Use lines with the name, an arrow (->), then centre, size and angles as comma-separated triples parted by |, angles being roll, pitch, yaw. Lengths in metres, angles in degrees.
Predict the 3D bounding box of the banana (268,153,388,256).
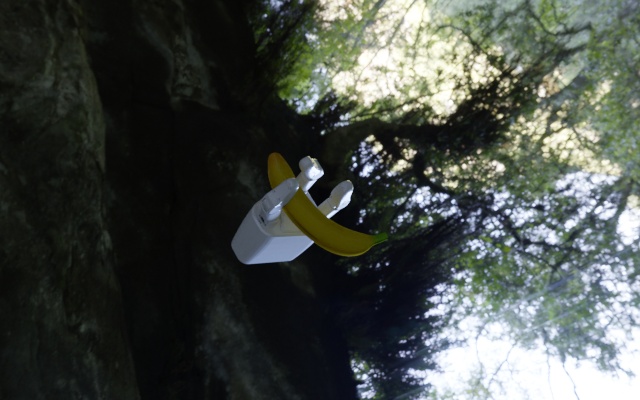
banana -> -0.007, 0.016, 0.642 | 0.198, 0.069, 0.037 | 38, -34, 3
